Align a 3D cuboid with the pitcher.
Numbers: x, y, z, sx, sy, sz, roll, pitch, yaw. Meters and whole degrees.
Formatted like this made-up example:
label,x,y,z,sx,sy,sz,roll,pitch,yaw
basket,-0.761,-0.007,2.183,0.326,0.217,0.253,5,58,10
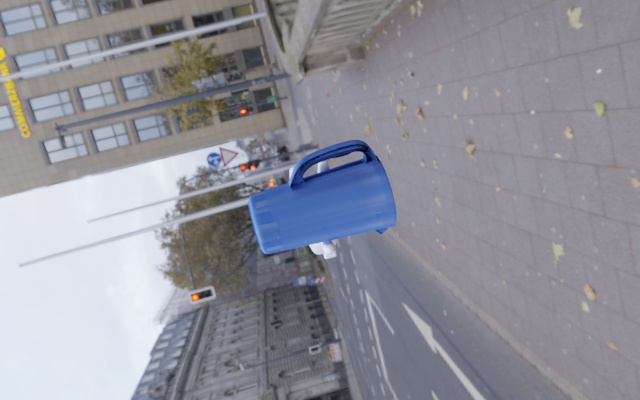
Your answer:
label,x,y,z,sx,sy,sz,roll,pitch,yaw
pitcher,0.000,0.003,0.835,0.243,0.149,0.145,-15,-16,-5
